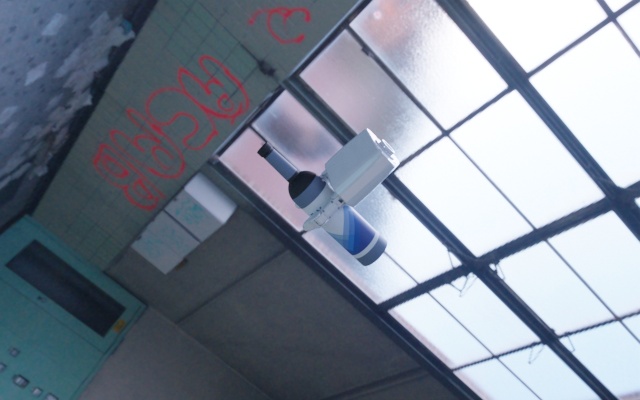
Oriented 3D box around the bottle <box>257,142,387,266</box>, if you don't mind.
[{"bbox_3d":[0.000,0.003,0.883,0.296,0.069,0.069,43,-13,-14],"label":"bottle"}]
